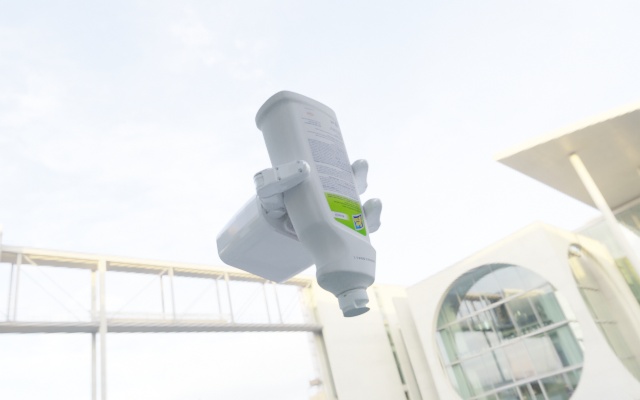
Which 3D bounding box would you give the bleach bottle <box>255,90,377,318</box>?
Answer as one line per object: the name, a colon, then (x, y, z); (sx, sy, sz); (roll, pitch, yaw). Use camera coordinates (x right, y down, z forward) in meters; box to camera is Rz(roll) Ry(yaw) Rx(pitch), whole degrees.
bleach bottle: (0.000, 0.002, 0.519); (0.102, 0.250, 0.068); (12, -38, -40)
